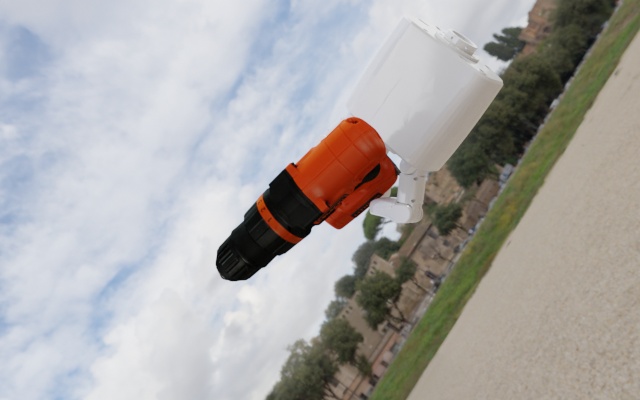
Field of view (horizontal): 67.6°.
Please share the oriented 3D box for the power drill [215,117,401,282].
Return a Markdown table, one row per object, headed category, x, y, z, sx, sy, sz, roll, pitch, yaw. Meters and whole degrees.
| category | x | y | z | sx | sy | sz | roll | pitch | yaw |
| --- | --- | --- | --- | --- | --- | --- | --- | --- | --- |
| power drill | 0.000 | 0.001 | 0.464 | 0.184 | 0.057 | 0.187 | -41 | -8 | 17 |
